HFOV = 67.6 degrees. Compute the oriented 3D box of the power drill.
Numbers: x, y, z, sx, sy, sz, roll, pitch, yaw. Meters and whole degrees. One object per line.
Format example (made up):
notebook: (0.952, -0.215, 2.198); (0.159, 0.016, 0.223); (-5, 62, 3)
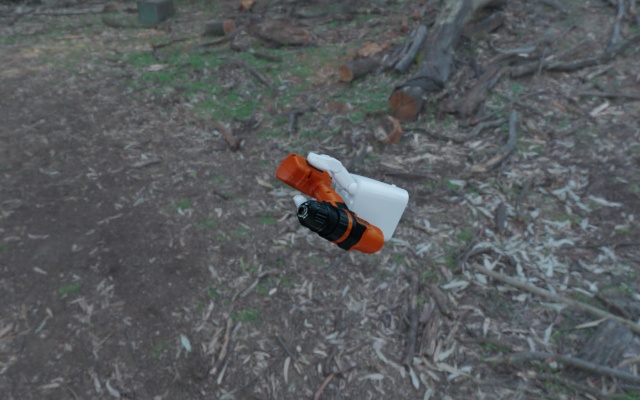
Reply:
power drill: (0.000, 0.002, 0.759); (0.184, 0.057, 0.187); (28, 19, -46)
